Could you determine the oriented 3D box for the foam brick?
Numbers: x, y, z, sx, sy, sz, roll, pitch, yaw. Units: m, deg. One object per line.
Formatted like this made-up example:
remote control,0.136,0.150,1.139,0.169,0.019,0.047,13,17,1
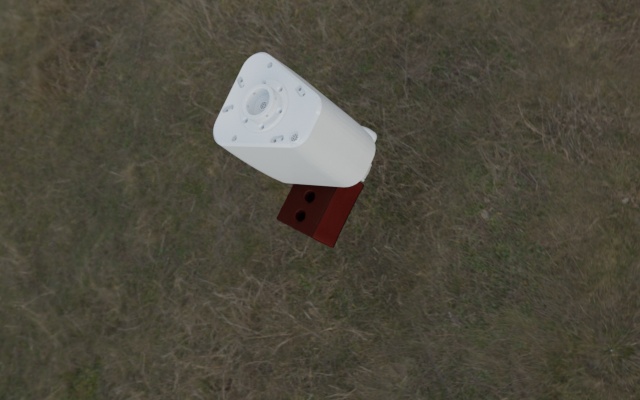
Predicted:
foam brick,0.000,0.002,0.510,0.053,0.078,0.051,25,-1,32
